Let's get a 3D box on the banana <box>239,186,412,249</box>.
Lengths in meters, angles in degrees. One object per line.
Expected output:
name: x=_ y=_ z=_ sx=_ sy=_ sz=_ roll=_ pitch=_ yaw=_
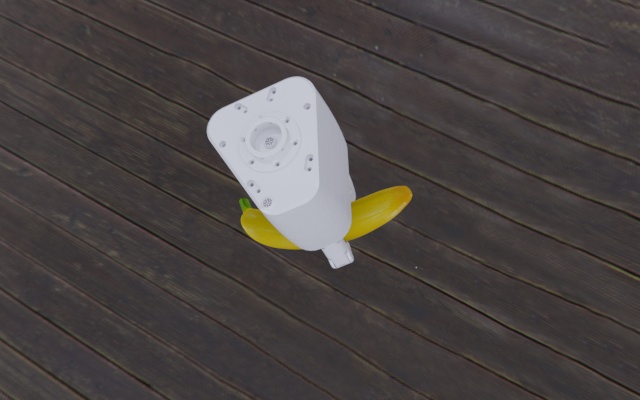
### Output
banana: x=-0.005 y=0.018 z=0.497 sx=0.198 sy=0.069 sz=0.037 roll=-2 pitch=-29 yaw=18
